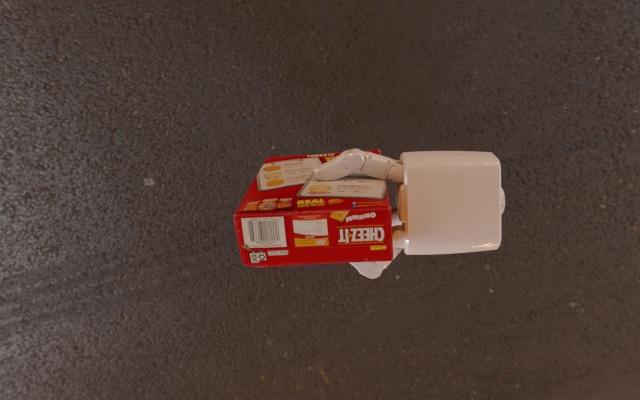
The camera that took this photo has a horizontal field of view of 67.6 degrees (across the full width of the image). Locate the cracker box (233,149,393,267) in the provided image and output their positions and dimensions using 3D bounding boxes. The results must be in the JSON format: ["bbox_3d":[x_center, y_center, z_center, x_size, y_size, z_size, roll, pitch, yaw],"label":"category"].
[{"bbox_3d":[0.000,0.002,0.590,0.164,0.072,0.213,-3,21,5],"label":"cracker box"}]
